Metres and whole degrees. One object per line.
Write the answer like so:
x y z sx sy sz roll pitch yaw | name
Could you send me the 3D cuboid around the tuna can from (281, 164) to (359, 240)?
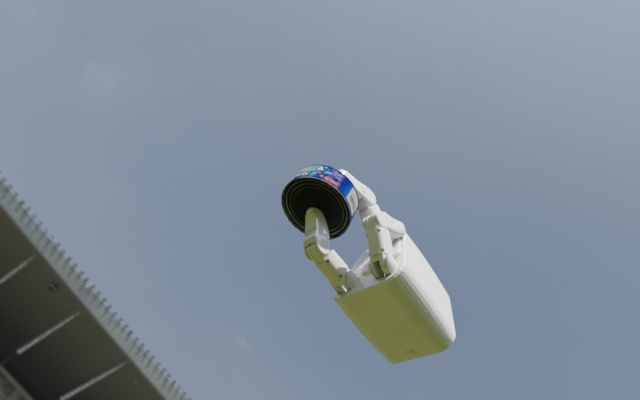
0.000 0.001 0.553 0.086 0.086 0.033 0 33 27 | tuna can
